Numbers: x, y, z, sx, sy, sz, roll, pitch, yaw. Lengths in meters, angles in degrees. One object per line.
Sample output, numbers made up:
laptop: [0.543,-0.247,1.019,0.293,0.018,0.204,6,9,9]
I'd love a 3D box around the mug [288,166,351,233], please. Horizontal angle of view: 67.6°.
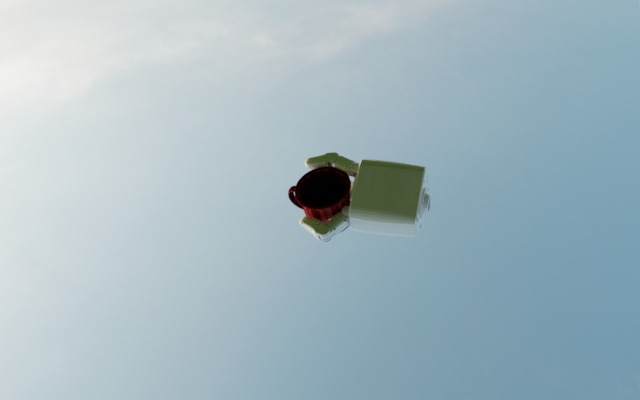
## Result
mug: [-0.001,0.003,0.802,0.117,0.093,0.082,8,-37,21]
